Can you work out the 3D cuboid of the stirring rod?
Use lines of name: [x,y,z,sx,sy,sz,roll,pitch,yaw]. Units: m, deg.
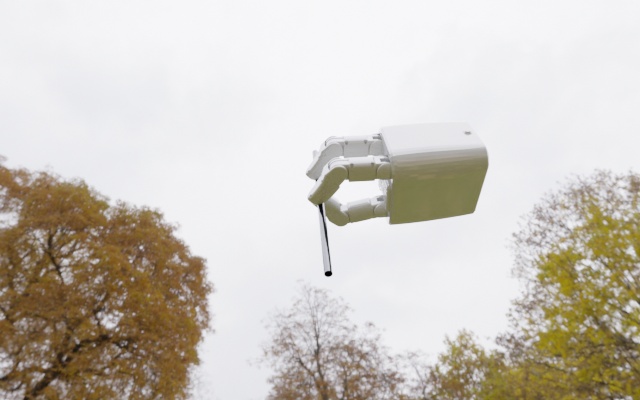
stirring rod: [0.000,0.002,0.542,0.011,0.011,0.239,0,34,-4]
